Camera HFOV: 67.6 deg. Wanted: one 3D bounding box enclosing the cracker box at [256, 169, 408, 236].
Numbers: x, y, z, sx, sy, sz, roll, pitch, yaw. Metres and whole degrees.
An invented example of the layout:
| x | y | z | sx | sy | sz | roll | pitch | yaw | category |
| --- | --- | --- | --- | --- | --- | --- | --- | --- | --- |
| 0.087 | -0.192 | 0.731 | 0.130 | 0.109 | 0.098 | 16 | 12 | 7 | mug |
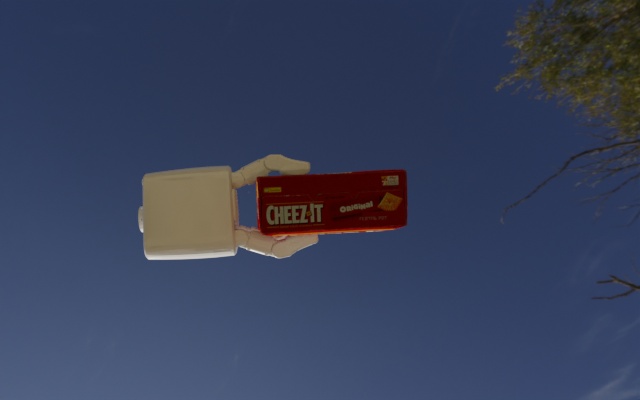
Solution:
| x | y | z | sx | sy | sz | roll | pitch | yaw | category |
| --- | --- | --- | --- | --- | --- | --- | --- | --- | --- |
| 0.000 | 0.002 | 0.612 | 0.164 | 0.072 | 0.213 | -4 | 2 | -8 | cracker box |
